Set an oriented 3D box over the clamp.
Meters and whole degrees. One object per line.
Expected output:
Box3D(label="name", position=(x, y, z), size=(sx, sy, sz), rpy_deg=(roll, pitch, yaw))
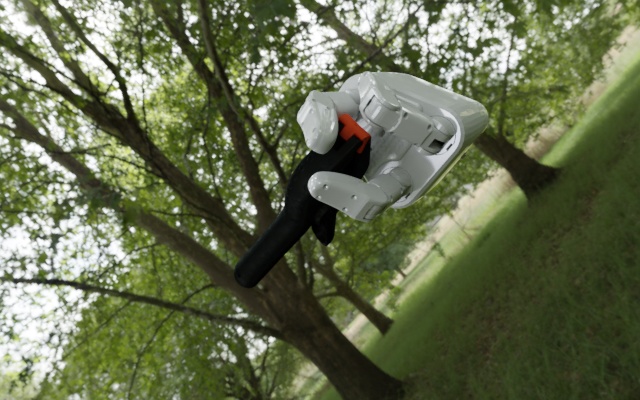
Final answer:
Box3D(label="clamp", position=(0.000, 0.001, 0.411), size=(0.039, 0.171, 0.120), rpy_deg=(44, 33, 13))
